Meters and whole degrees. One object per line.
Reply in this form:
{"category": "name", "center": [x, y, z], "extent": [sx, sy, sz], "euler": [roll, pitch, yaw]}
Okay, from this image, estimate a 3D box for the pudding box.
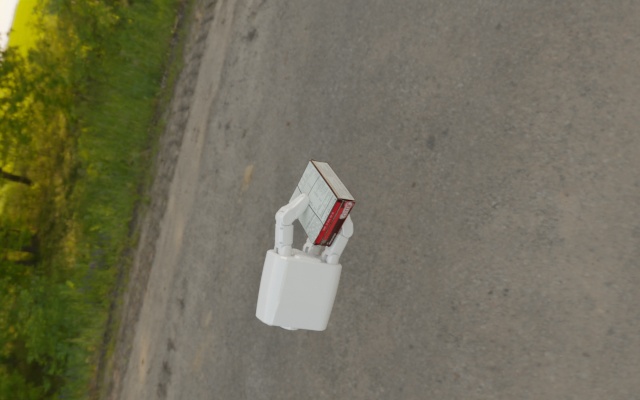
{"category": "pudding box", "center": [0.000, 0.002, 0.740], "extent": [0.039, 0.090, 0.113], "euler": [9, 31, -36]}
